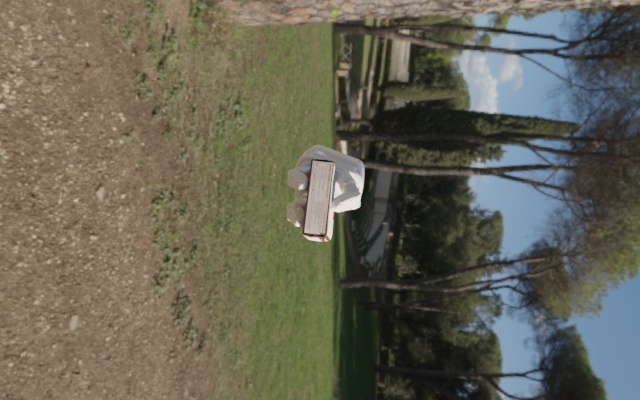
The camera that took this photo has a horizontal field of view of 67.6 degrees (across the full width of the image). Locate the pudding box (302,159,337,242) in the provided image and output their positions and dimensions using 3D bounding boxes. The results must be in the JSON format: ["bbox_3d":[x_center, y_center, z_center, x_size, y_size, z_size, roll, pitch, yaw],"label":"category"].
[{"bbox_3d":[0.000,0.002,0.713,0.039,0.113,0.090,4,-9,6],"label":"pudding box"}]
